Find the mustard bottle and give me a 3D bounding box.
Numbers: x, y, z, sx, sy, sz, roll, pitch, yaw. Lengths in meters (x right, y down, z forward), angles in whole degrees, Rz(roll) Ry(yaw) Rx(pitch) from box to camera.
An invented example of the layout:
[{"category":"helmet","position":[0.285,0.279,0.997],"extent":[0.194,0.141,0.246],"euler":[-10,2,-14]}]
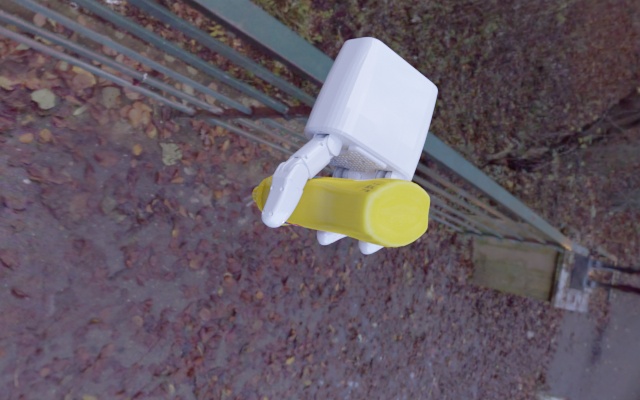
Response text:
[{"category":"mustard bottle","position":[0.000,0.002,0.462],"extent":[0.191,0.058,0.096],"euler":[8,6,43]}]
